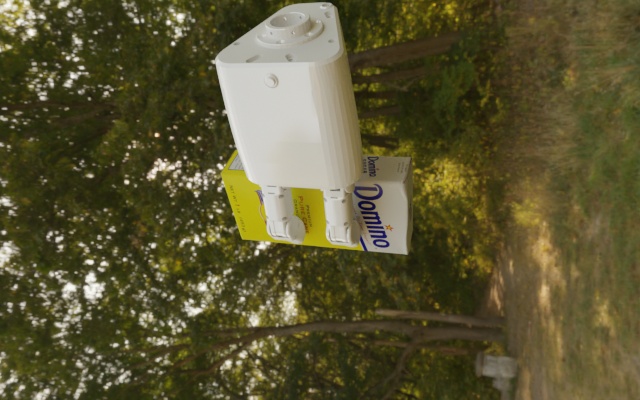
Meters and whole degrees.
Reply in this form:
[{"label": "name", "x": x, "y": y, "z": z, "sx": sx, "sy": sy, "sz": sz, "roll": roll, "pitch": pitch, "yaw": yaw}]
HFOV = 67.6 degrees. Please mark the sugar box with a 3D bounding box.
[{"label": "sugar box", "x": 0.000, "y": 0.002, "z": 0.467, "sx": 0.176, "sy": 0.093, "sz": 0.048, "roll": 5, "pitch": 43, "yaw": 18}]
